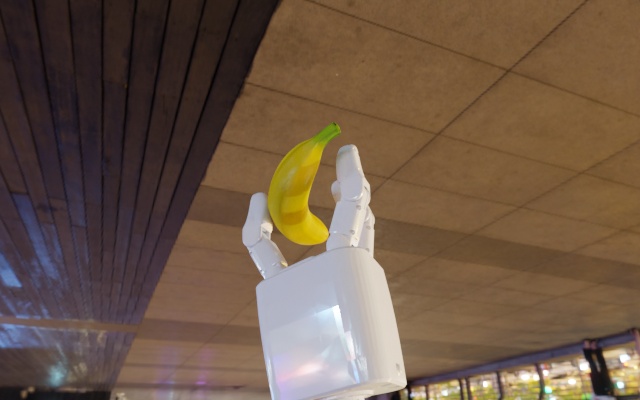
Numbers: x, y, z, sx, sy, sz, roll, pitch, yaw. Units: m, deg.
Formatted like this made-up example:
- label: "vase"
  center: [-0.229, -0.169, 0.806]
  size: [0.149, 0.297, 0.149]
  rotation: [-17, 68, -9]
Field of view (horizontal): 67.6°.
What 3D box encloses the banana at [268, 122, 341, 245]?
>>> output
- label: "banana"
  center: [-0.017, 0.004, 0.472]
  size: [0.069, 0.037, 0.198]
  rotation: [-14, -29, -12]
